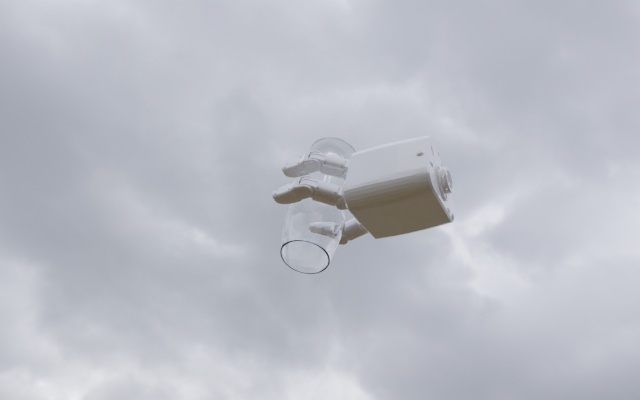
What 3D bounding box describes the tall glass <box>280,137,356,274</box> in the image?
[{"bbox_3d":[0.000,0.002,0.645,0.079,0.079,0.201,0,42,15],"label":"tall glass"}]
